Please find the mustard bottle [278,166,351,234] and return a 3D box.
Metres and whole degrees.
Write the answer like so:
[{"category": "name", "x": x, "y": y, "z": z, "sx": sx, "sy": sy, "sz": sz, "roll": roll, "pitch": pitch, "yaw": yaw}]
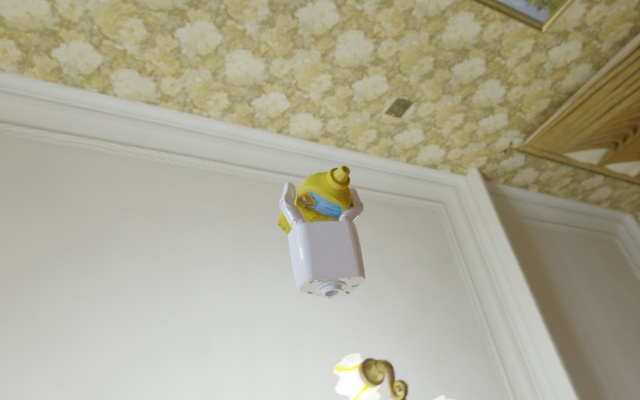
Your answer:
[{"category": "mustard bottle", "x": 0.000, "y": 0.003, "z": 0.867, "sx": 0.096, "sy": 0.058, "sz": 0.192, "roll": 28, "pitch": -45, "yaw": -10}]
